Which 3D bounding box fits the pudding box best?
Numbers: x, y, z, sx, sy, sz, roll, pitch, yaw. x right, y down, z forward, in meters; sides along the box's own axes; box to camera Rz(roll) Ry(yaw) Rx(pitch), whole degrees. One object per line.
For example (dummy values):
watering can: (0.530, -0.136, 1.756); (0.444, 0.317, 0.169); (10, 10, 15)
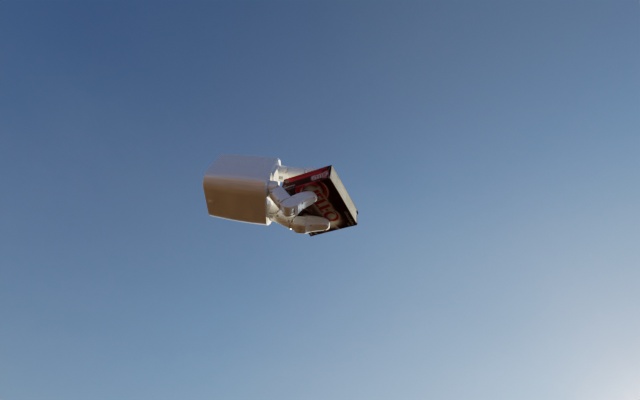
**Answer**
pudding box: (0.000, 0.002, 0.788); (0.090, 0.039, 0.114); (-15, -50, 24)
